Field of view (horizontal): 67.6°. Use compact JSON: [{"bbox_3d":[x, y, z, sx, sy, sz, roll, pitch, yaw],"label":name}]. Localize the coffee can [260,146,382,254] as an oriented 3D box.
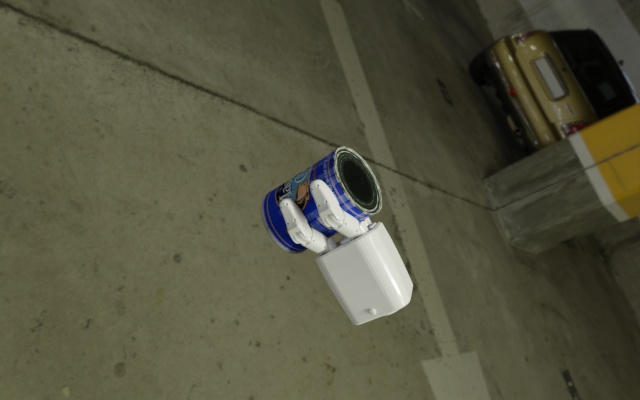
[{"bbox_3d":[0.000,0.002,0.673,0.140,0.102,0.103,-30,-17,31],"label":"coffee can"}]
